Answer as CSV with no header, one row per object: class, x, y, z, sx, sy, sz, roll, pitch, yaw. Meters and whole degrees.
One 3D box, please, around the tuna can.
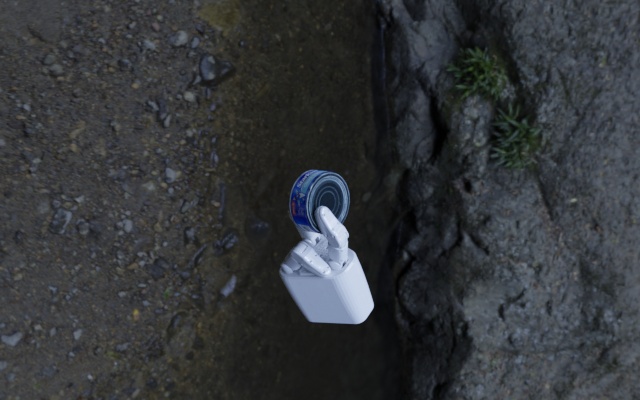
tuna can,0.000,0.002,0.644,0.034,0.086,0.086,8,6,44
